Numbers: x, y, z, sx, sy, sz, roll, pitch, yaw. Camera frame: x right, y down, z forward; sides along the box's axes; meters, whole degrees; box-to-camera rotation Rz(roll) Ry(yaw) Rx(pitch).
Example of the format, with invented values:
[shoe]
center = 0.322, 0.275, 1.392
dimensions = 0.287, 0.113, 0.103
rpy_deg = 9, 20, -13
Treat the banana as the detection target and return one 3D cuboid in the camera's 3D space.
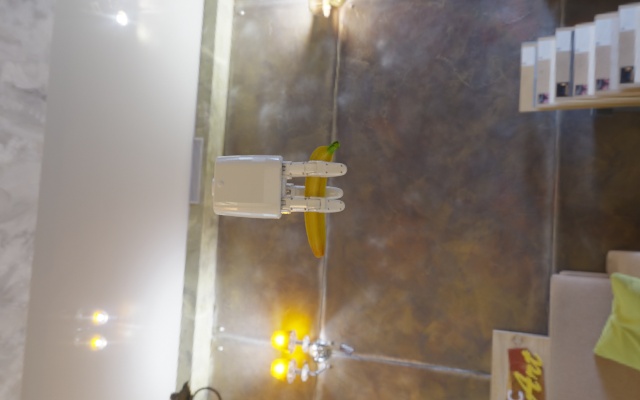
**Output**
[banana]
center = -0.005, -0.006, 0.796
dimensions = 0.037, 0.198, 0.069
rpy_deg = 1, 17, -17
